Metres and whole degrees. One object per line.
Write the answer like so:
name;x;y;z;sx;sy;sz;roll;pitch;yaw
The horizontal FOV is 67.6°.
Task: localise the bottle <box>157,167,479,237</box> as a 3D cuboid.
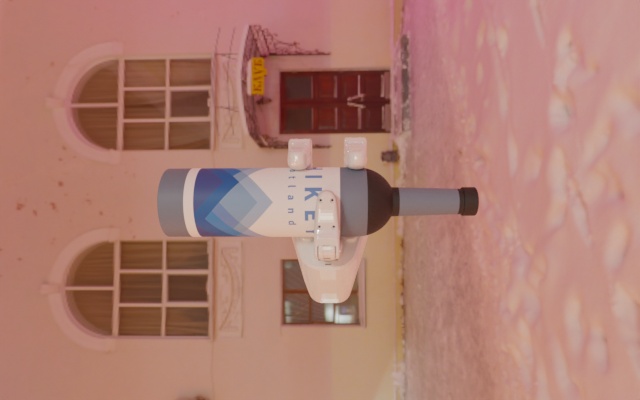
bottle;0.000;0.001;0.460;0.296;0.069;0.069;0;0;2
